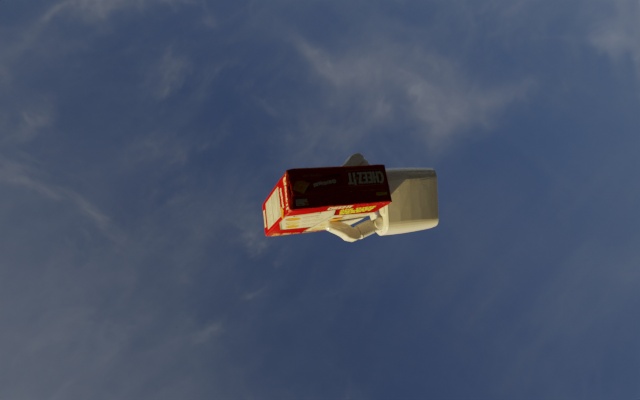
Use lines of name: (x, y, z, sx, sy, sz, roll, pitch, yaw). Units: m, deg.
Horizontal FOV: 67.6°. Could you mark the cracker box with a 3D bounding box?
cracker box: (0.000, 0.003, 0.810, 0.164, 0.072, 0.214, -5, -13, -18)
